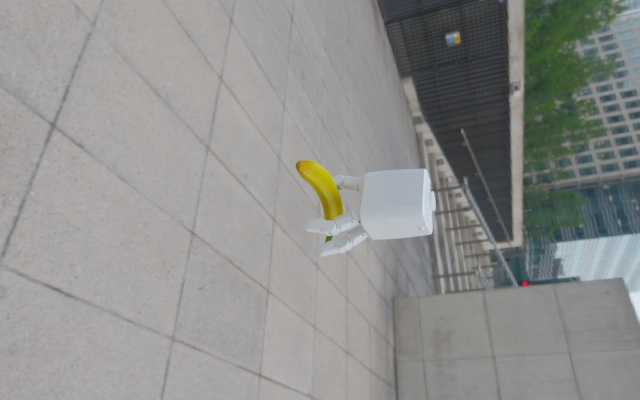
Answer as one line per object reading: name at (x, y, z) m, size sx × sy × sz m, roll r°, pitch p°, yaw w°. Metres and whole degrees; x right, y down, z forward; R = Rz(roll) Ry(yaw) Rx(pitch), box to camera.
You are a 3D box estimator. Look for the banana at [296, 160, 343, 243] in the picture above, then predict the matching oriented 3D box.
banana at (0.006, -0.008, 0.828) m, size 0.037 × 0.198 × 0.069 m, roll 0°, pitch 44°, yaw 24°
